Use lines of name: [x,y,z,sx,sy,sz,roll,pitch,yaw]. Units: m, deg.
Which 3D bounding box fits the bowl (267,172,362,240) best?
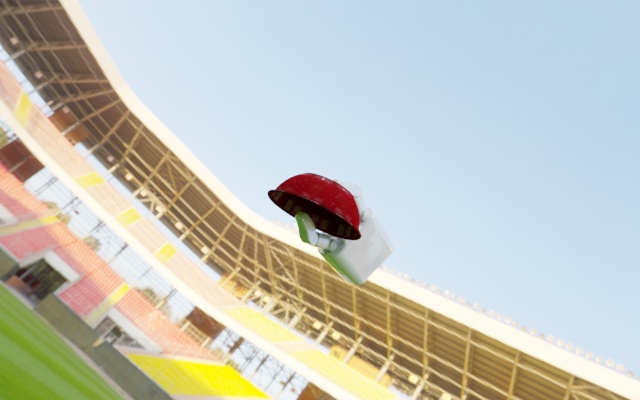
bowl: [0.000,0.002,0.749,0.162,0.055,0.162,24,-14,7]
